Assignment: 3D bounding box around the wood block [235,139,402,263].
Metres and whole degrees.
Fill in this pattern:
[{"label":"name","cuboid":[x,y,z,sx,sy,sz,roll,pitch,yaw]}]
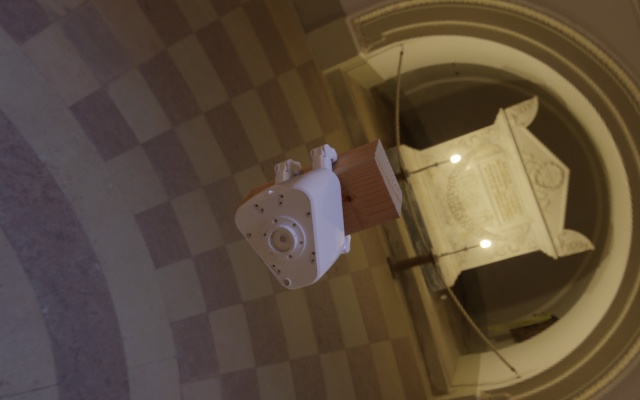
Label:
[{"label":"wood block","cuboid":[0.000,0.003,0.667,0.206,0.091,0.090,-20,18,19]}]
